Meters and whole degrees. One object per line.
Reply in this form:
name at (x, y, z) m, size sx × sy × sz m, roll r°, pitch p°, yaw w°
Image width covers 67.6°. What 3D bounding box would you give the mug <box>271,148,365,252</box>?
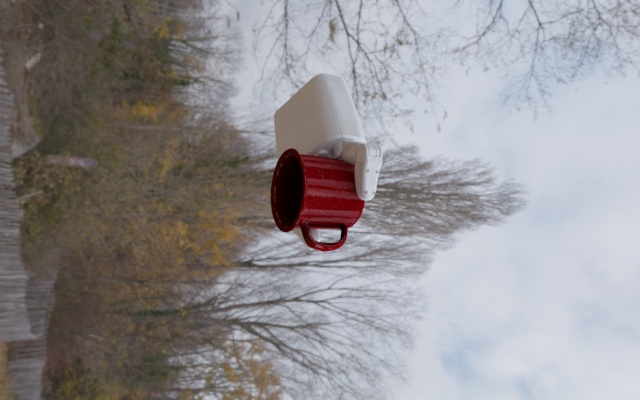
mug at (0.001, 0.003, 0.538) m, size 0.081 × 0.117 × 0.093 m, roll 4°, pitch -32°, yaw -28°
